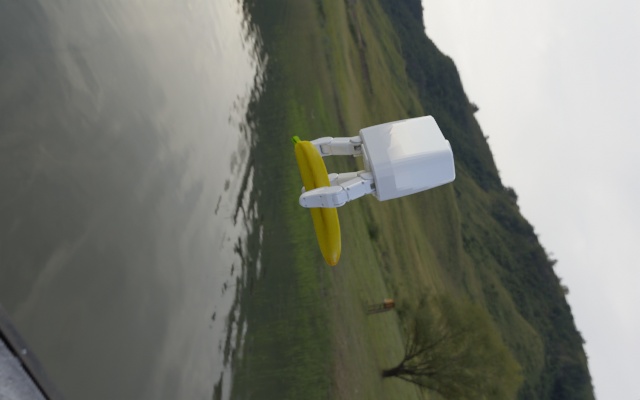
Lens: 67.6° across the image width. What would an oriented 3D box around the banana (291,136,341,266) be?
[{"bbox_3d":[0.000,-0.001,0.673,0.037,0.198,0.069,-15,2,-2],"label":"banana"}]
